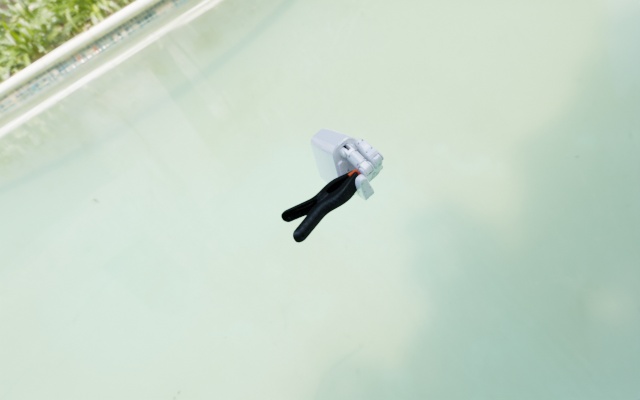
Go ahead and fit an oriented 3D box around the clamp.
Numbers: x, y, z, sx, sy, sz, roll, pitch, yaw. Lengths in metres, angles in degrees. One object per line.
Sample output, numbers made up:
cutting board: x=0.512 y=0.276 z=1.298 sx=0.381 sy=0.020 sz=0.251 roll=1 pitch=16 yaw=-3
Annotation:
clamp: x=0.000 y=0.002 z=0.874 sx=0.171 sy=0.039 sz=0.120 roll=-38 pitch=30 yaw=-11
